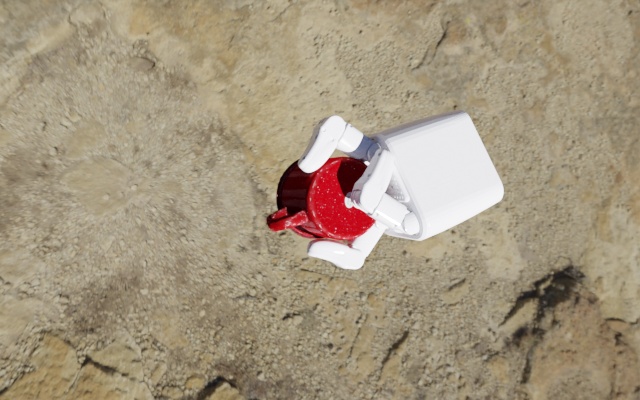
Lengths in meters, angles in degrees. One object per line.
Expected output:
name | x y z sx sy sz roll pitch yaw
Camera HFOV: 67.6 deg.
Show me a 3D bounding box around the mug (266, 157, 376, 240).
mug | -0.001 0.002 0.487 0.117 0.093 0.081 -22 10 -21
